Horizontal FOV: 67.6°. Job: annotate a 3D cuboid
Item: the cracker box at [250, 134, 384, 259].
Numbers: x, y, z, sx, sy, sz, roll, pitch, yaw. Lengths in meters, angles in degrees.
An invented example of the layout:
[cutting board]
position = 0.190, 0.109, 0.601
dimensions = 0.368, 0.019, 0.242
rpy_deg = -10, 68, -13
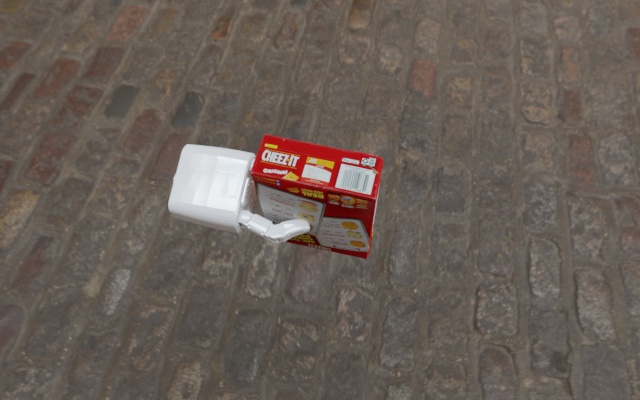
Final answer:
[cracker box]
position = 0.000, 0.002, 0.693
dimensions = 0.164, 0.072, 0.214
rpy_deg = 12, -26, 8
